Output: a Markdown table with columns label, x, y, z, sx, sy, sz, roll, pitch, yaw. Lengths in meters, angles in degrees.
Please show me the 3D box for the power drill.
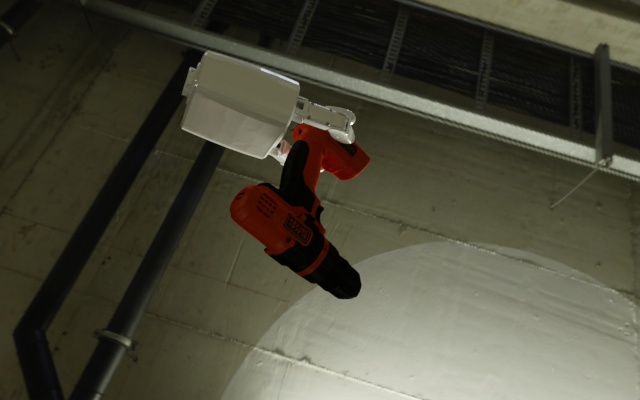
| label | x | y | z | sx | sy | sz | roll | pitch | yaw |
| --- | --- | --- | --- | --- | --- | --- | --- | --- | --- |
| power drill | 0.000 | 0.001 | 0.567 | 0.057 | 0.187 | 0.184 | -23 | -56 | 42 |
